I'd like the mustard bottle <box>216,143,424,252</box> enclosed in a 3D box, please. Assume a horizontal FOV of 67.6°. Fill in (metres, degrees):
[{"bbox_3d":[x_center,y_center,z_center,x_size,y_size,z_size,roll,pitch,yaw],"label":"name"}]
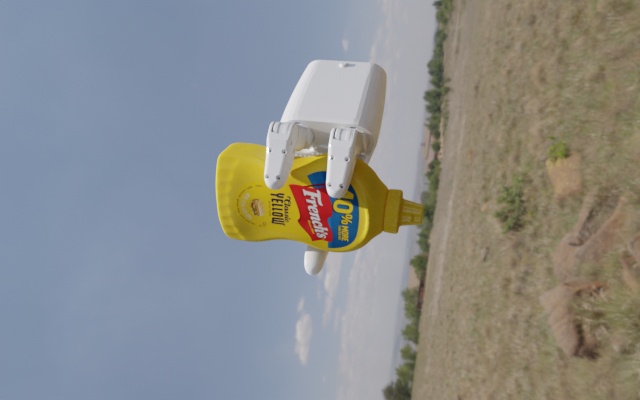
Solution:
[{"bbox_3d":[0.000,0.002,0.453,0.191,0.096,0.058,7,26,12],"label":"mustard bottle"}]
